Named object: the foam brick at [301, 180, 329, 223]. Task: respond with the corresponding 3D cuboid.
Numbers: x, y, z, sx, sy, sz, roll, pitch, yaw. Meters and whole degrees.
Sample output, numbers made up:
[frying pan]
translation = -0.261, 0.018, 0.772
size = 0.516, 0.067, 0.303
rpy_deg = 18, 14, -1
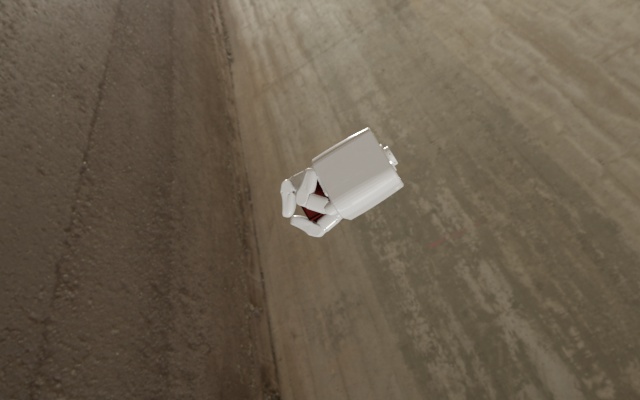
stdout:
[foam brick]
translation = 0.000, 0.003, 0.812
size = 0.051, 0.053, 0.078
rpy_deg = -32, -12, 10
